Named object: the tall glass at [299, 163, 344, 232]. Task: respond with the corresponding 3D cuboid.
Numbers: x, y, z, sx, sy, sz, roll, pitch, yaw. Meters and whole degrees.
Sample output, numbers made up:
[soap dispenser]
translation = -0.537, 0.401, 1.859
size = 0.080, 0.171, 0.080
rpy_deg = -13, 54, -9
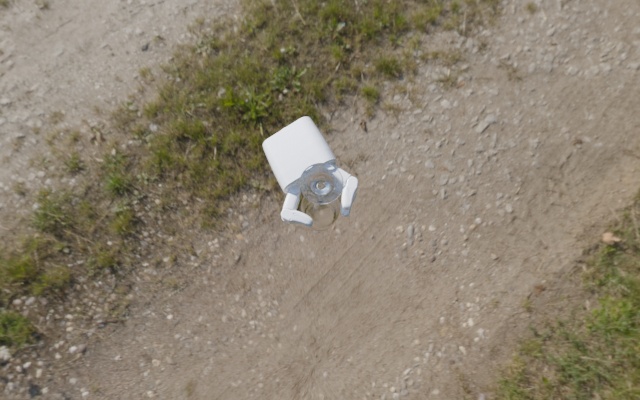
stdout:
[tall glass]
translation = 0.000, 0.003, 0.890
size = 0.079, 0.079, 0.201
rpy_deg = 0, -19, -1
